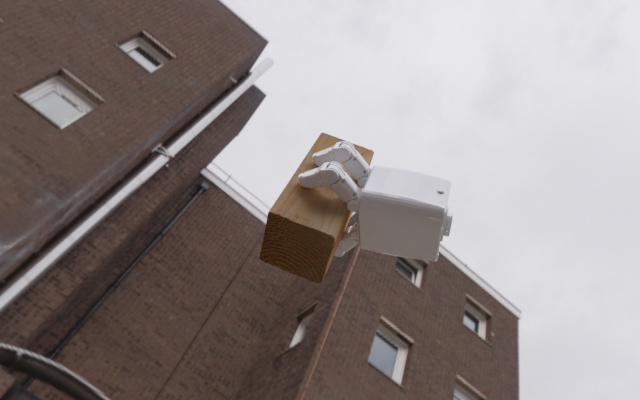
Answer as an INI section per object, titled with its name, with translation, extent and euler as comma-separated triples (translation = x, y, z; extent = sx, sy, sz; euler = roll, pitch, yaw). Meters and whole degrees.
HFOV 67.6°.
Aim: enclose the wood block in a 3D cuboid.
[wood block]
translation = 0.000, 0.002, 0.669
extent = 0.090, 0.091, 0.206
euler = 21, 40, 7
